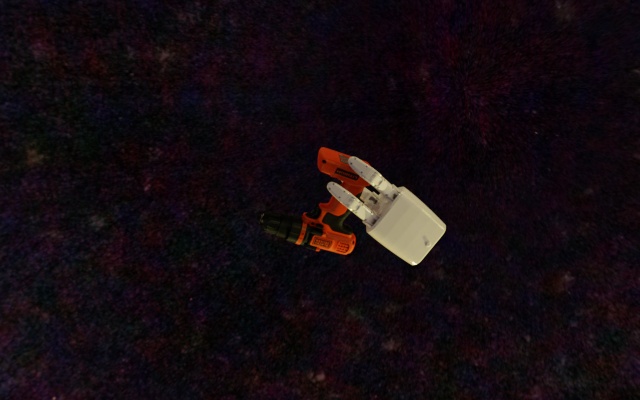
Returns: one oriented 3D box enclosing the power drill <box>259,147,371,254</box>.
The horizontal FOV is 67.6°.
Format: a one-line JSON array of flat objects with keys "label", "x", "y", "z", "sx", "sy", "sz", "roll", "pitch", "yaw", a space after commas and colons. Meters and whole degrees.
[{"label": "power drill", "x": 0.001, "y": 0.003, "z": 0.855, "sx": 0.184, "sy": 0.188, "sz": 0.057, "roll": 16, "pitch": 29, "yaw": -16}]
